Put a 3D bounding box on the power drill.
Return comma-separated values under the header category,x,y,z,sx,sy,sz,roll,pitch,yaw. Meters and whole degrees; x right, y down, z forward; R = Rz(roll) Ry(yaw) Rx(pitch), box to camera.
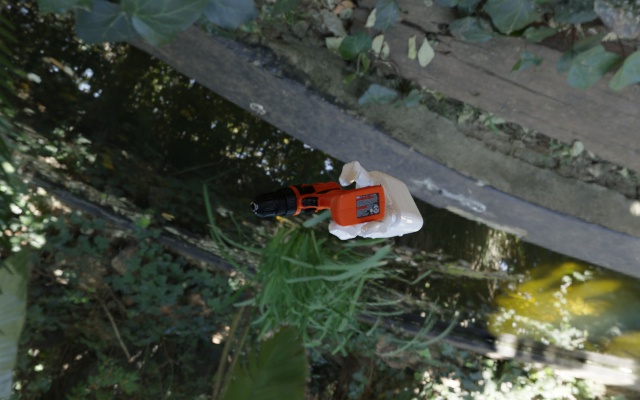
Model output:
category,x,y,z,sx,sy,sz,roll,pitch,yaw
power drill,0.001,0.003,0.799,0.184,0.057,0.187,-12,13,-35
